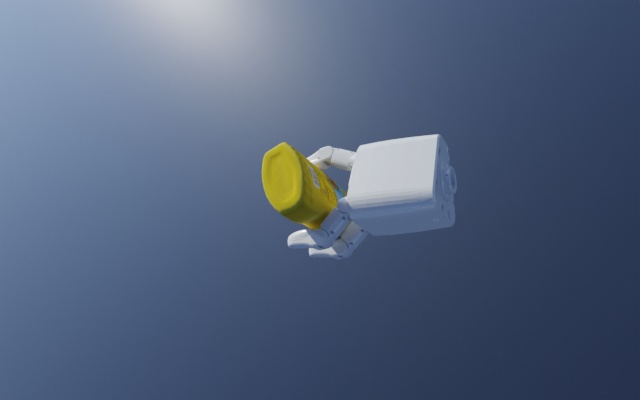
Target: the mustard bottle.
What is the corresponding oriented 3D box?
[{"bbox_3d":[0.000,0.002,0.638,0.058,0.096,0.192,-31,-32,17],"label":"mustard bottle"}]
